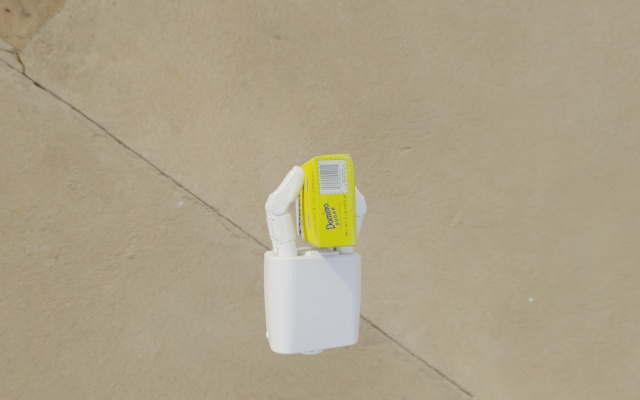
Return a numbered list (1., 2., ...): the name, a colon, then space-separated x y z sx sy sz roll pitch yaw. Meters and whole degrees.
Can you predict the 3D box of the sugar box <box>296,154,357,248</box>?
1. sugar box: 0.000 0.002 0.556 0.048 0.093 0.176 -2 -1 -12
